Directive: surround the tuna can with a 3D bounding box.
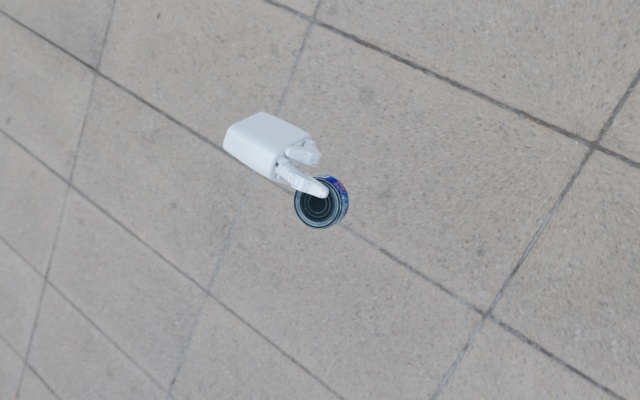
[{"bbox_3d":[0.000,0.003,0.766,0.086,0.086,0.033,0,9,23],"label":"tuna can"}]
